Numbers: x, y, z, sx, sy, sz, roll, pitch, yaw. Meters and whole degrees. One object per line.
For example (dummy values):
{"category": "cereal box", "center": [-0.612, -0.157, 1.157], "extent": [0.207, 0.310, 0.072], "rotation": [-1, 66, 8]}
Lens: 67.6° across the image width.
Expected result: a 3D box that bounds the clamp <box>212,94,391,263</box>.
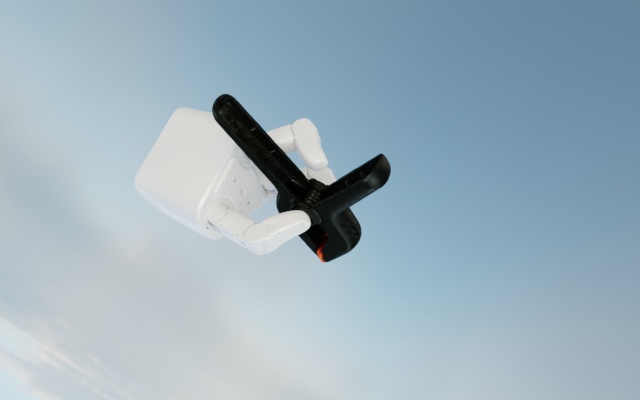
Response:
{"category": "clamp", "center": [0.000, 0.002, 0.438], "extent": [0.164, 0.036, 0.210], "rotation": [22, -28, 31]}
